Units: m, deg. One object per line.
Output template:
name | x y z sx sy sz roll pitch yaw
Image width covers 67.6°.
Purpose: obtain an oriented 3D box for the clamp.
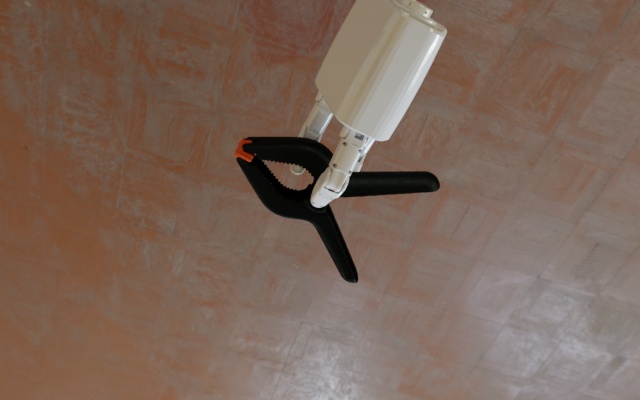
clamp | 0.000 0.002 0.520 0.210 0.165 0.036 23 27 -12
